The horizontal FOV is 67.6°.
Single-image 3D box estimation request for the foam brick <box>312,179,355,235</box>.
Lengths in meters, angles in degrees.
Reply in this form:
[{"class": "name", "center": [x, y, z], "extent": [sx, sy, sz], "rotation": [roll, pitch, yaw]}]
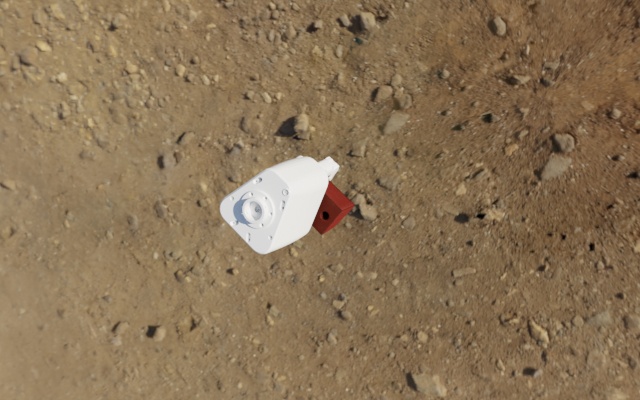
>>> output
[{"class": "foam brick", "center": [0.000, 0.002, 0.702], "extent": [0.078, 0.053, 0.051], "rotation": [44, 24, 10]}]
